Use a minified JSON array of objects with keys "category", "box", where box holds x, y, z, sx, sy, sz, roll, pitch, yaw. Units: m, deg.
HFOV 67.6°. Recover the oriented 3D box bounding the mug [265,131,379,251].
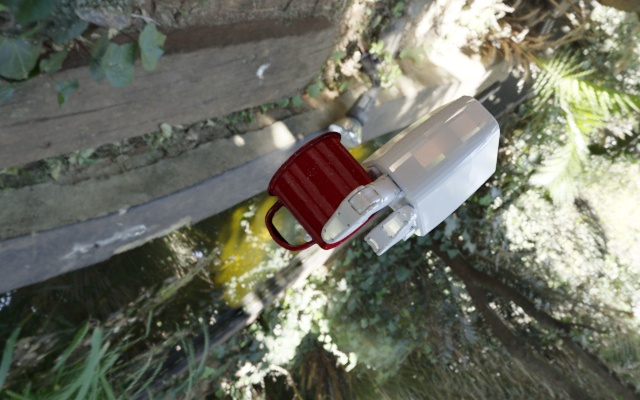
[{"category":"mug","box":[-0.001,0.003,0.463,0.117,0.081,0.093,-40,-12,-2]}]
